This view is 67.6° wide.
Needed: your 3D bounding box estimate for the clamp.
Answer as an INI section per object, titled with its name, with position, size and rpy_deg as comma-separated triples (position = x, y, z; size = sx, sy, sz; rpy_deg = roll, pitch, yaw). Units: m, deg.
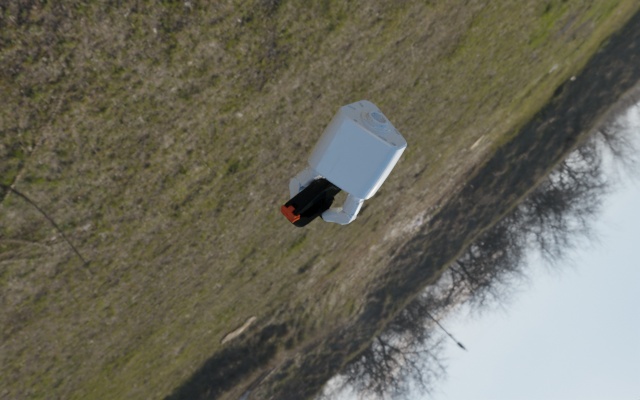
[clamp]
position = 0.001, 0.003, 0.806
size = 0.036, 0.165, 0.210
rpy_deg = 41, 38, 15
